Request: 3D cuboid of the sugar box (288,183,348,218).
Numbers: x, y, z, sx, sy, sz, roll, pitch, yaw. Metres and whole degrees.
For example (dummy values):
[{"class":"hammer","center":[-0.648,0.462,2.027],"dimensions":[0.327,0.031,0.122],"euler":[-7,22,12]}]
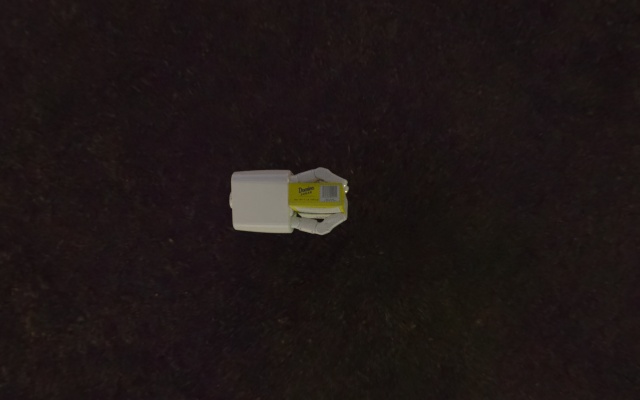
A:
[{"class":"sugar box","center":[0.000,0.002,0.878],"dimensions":[0.093,0.048,0.176],"euler":[1,-7,5]}]
